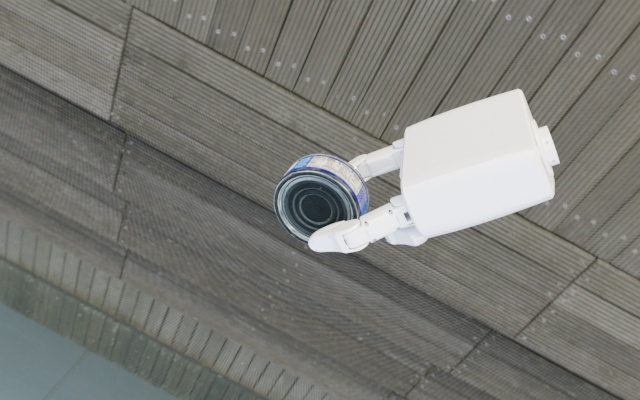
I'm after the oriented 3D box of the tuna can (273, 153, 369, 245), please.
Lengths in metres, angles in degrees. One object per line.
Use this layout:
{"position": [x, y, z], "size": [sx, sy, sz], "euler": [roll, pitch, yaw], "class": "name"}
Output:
{"position": [0.000, 0.002, 0.446], "size": [0.086, 0.086, 0.033], "euler": [0, 30, 22], "class": "tuna can"}
